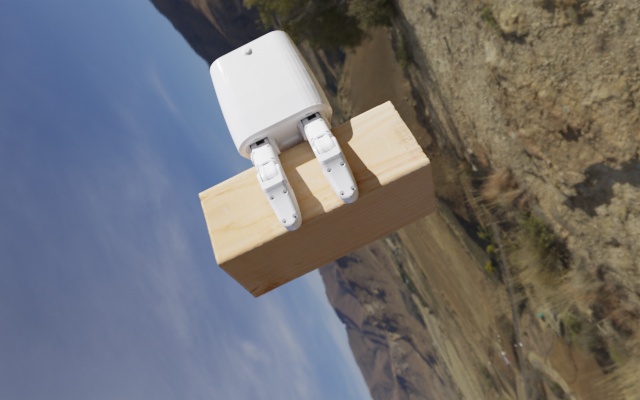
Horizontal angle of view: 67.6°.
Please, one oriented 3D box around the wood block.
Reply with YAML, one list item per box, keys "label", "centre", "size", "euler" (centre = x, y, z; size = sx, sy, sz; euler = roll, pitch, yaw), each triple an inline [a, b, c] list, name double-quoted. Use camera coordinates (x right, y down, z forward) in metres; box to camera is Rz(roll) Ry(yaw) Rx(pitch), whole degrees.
- label: "wood block"
  centre: [0.000, 0.001, 0.475]
  size: [0.206, 0.090, 0.091]
  euler: [-26, -34, 2]
